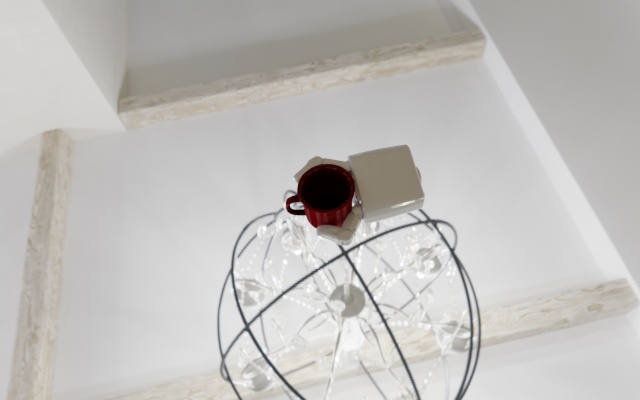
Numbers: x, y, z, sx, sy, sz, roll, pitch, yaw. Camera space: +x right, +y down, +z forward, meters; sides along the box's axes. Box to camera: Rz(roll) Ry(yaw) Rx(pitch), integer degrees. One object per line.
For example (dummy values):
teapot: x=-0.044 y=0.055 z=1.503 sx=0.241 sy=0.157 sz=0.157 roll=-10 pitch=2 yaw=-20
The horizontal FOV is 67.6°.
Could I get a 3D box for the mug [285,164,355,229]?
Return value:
mug: x=-0.001 y=0.003 z=0.790 sx=0.117 sy=0.093 sz=0.081 roll=-13 pitch=-31 yaw=-3
